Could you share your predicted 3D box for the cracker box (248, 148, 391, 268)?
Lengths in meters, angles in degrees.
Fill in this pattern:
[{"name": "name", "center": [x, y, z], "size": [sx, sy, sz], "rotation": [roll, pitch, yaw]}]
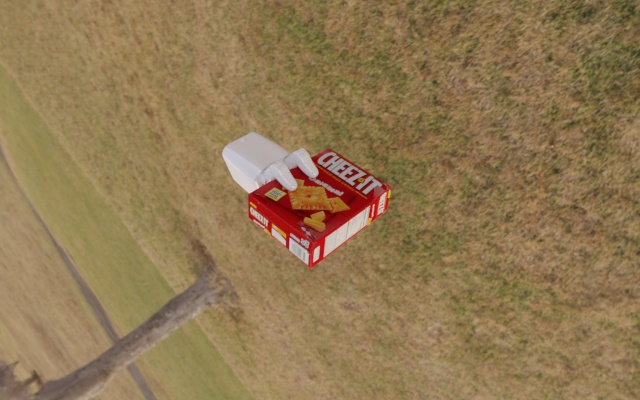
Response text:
[{"name": "cracker box", "center": [0.000, 0.003, 0.877], "size": [0.164, 0.072, 0.213], "rotation": [36, 51, 27]}]
